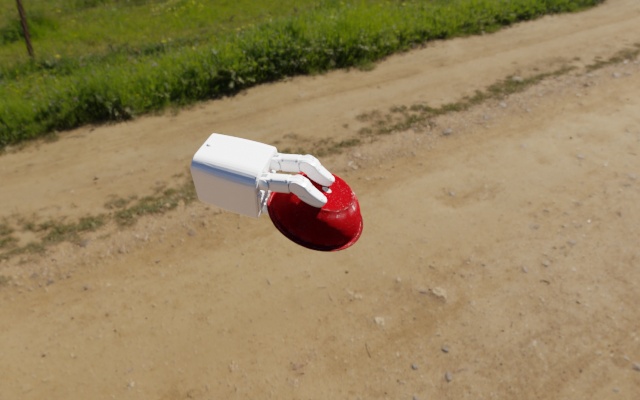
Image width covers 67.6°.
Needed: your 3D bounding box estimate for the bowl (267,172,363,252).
[{"bbox_3d":[0.002,0.002,0.754,0.162,0.055,0.162,13,41,-11],"label":"bowl"}]
